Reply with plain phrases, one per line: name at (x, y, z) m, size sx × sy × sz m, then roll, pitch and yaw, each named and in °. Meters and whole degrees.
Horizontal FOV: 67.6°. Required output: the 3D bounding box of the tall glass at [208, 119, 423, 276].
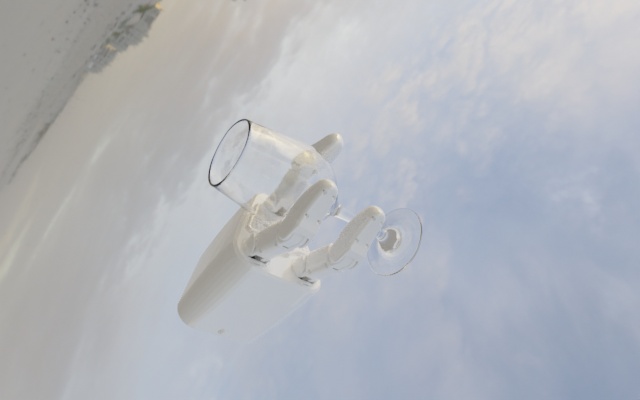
tall glass at (0.001, 0.002, 0.437) m, size 0.201 × 0.079 × 0.079 m, roll 29°, pitch -16°, yaw -31°
